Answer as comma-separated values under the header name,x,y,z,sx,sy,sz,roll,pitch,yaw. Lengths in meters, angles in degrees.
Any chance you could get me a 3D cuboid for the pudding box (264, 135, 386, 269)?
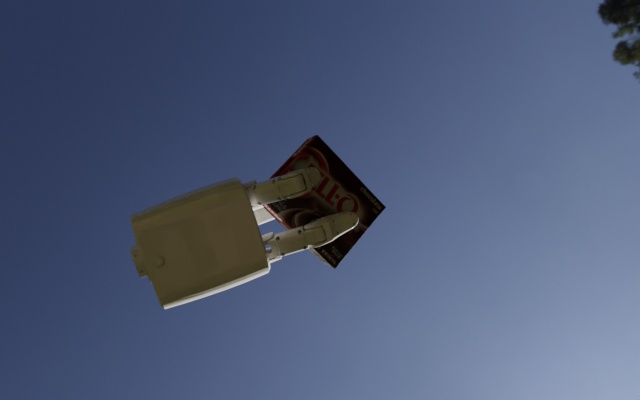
name,x,y,z,sx,sy,sz,roll,pitch,yaw
pudding box,0.000,0.002,0.508,0.113,0.090,0.039,46,-15,-16
